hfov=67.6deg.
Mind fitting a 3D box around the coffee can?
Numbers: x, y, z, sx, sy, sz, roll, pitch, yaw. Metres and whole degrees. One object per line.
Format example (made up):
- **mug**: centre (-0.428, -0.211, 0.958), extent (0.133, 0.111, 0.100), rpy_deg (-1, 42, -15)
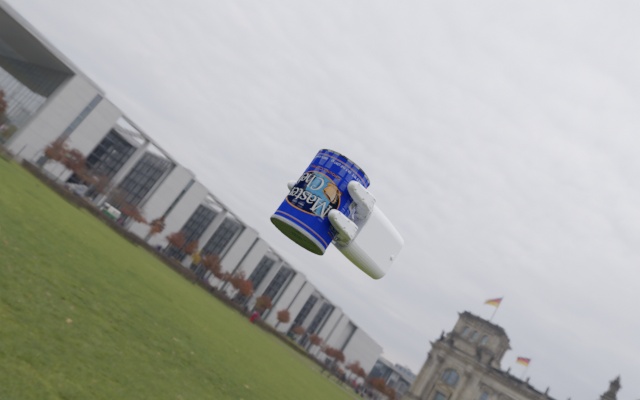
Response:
- **coffee can**: centre (0.000, 0.003, 0.769), extent (0.103, 0.140, 0.103), rpy_deg (32, -16, 10)
